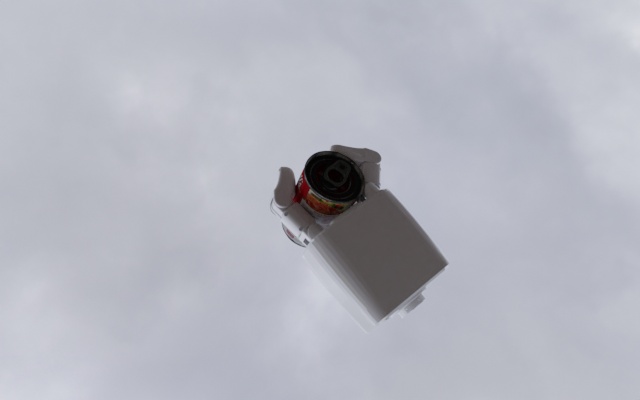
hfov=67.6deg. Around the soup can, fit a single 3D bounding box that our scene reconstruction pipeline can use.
[{"bbox_3d":[0.000,0.002,0.539,0.068,0.068,0.102,0,-33,-22],"label":"soup can"}]
